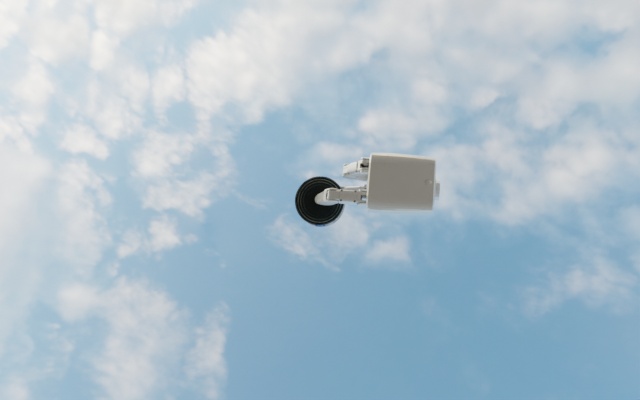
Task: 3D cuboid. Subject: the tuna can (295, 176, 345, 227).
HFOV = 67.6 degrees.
[{"bbox_3d":[0.000,0.003,0.835,0.086,0.086,0.034,0,-9,7],"label":"tuna can"}]
